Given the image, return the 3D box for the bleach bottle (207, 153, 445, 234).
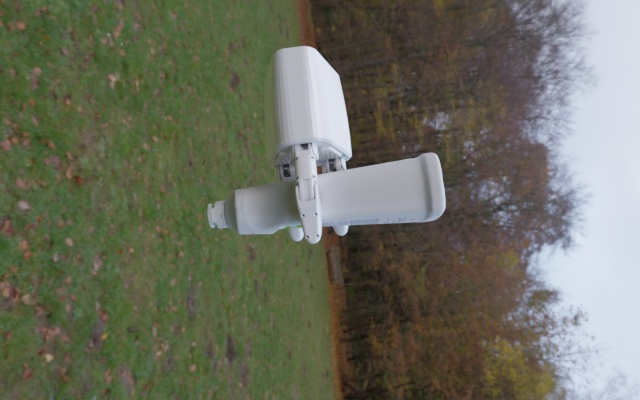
[{"bbox_3d":[0.000,0.002,0.524,0.251,0.068,0.102,-7,-10,3],"label":"bleach bottle"}]
